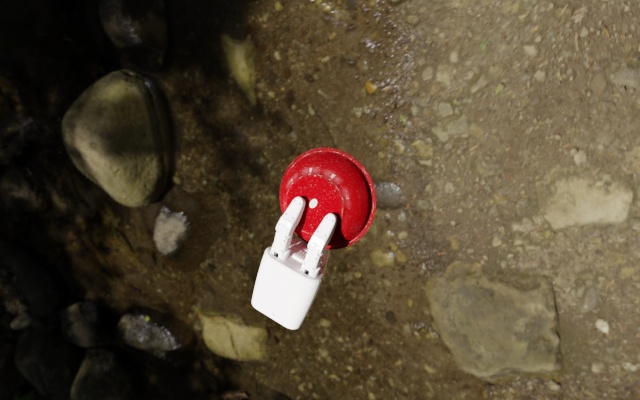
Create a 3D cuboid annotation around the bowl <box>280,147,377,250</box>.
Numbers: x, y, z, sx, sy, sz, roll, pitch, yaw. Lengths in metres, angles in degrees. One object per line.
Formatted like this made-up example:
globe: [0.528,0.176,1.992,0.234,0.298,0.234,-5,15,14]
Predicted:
bowl: [0.000,0.001,0.721,0.162,0.162,0.055,0,9,22]
